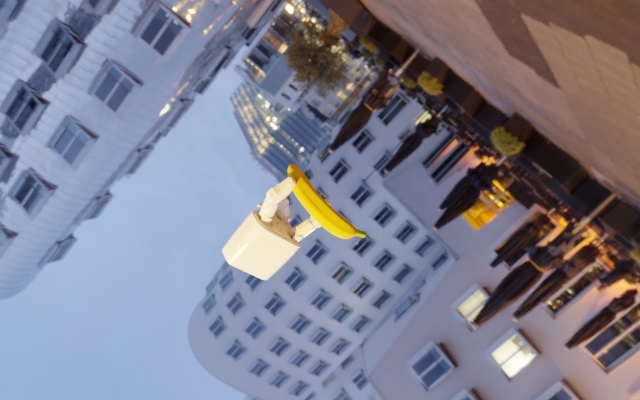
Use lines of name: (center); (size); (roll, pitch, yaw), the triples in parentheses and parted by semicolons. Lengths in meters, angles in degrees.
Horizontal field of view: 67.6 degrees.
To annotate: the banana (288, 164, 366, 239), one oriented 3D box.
banana: (-0.004, 0.006, 0.865); (0.197, 0.037, 0.069); (46, 16, 14)
